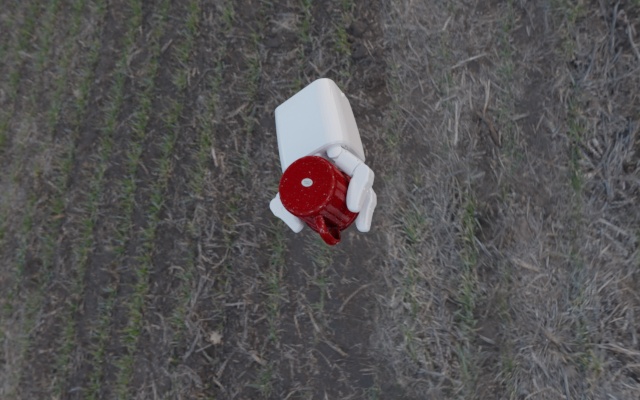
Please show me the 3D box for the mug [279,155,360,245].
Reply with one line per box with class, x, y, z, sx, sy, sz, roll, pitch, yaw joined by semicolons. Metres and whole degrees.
mug;0.000;0.003;0.621;0.093;0.117;0.081;-19;-24;19
